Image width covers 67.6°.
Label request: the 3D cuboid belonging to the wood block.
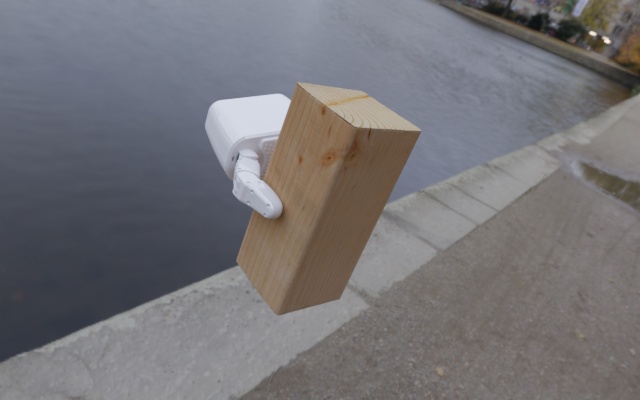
[{"bbox_3d":[0.000,0.001,0.473,0.091,0.206,0.090,-4,36,-41],"label":"wood block"}]
